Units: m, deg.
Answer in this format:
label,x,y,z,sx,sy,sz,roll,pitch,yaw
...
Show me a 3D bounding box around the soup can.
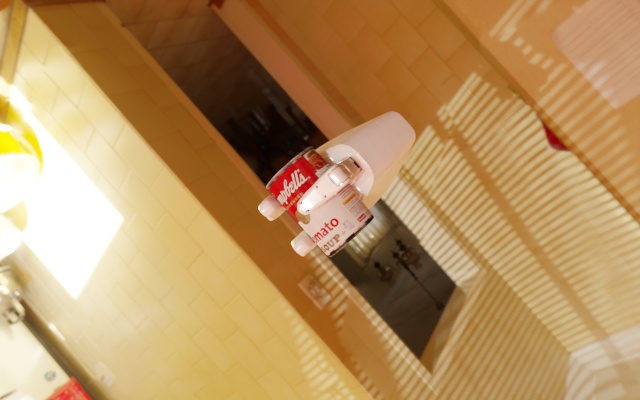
label,x,y,z,sx,sy,sz,roll,pitch,yaw
soup can,0.000,0.002,0.516,0.068,0.102,0.068,-42,-2,-2
